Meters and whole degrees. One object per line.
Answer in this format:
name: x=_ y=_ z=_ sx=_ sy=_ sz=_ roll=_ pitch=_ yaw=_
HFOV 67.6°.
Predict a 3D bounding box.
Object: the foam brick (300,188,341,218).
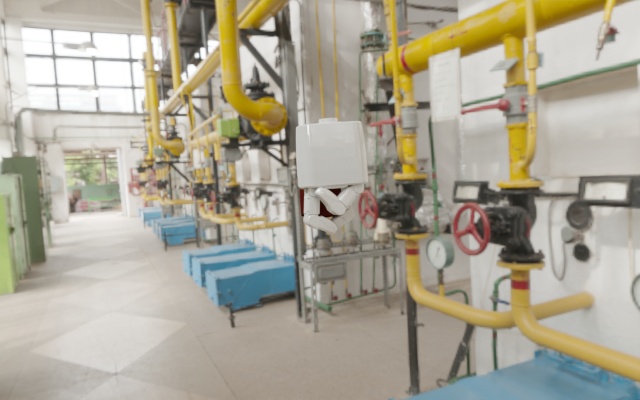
foam brick: x=0.000 y=0.003 z=0.868 sx=0.053 sy=0.051 sz=0.078 roll=-7 pitch=4 yaw=-24
